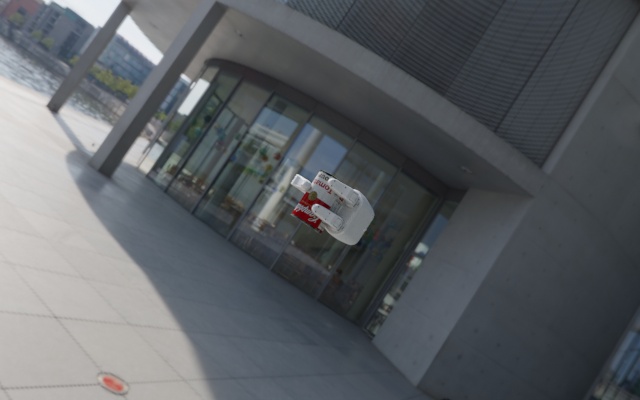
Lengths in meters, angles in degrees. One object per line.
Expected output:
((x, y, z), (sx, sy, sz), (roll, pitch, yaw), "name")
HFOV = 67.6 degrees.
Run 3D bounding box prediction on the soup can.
((0.000, 0.002, 0.894), (0.068, 0.102, 0.068), (33, -4, 3), "soup can")
